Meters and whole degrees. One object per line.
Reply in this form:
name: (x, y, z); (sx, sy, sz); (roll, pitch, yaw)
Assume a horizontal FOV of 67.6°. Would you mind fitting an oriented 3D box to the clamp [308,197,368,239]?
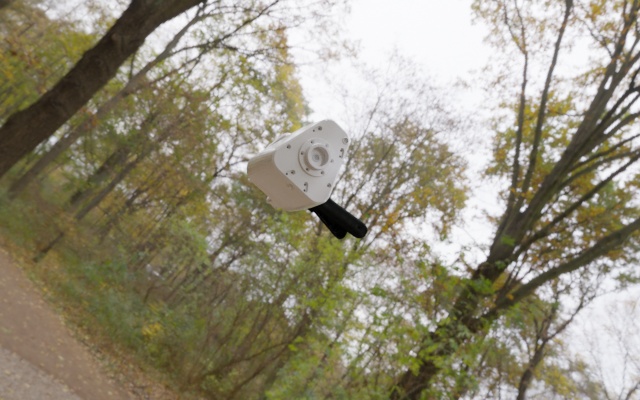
clamp: (0.000, 0.002, 0.733); (0.171, 0.039, 0.120); (43, -19, -15)
